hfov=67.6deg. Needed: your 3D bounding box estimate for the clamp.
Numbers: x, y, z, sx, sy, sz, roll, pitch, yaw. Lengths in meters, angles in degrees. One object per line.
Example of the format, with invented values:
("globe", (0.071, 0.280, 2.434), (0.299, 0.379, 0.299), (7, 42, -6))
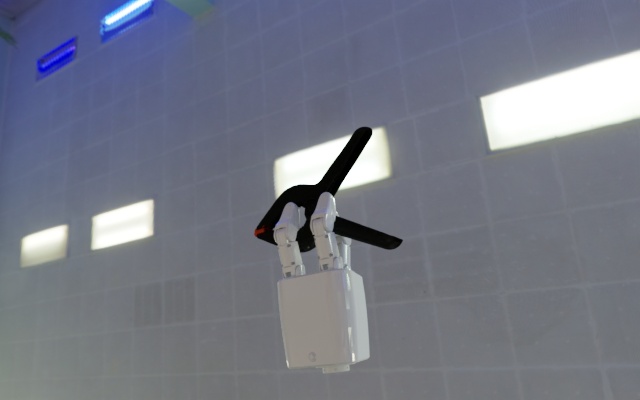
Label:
("clamp", (0.000, 0.003, 0.633), (0.210, 0.164, 0.036), (-16, -22, 29))
